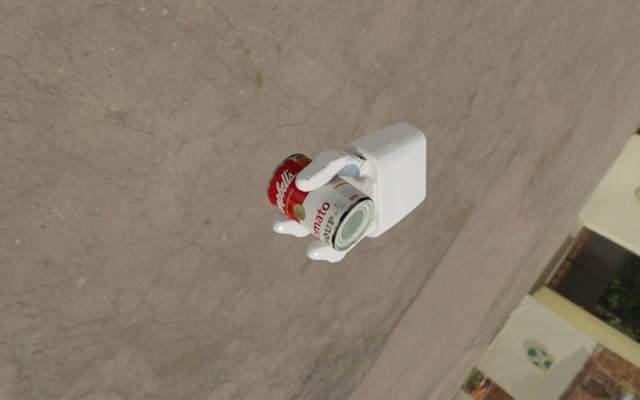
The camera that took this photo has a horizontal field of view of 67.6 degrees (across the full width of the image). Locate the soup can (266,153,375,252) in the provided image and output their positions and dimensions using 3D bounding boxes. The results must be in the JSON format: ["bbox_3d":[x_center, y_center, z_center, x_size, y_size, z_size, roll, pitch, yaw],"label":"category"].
[{"bbox_3d":[0.000,0.002,0.519,0.102,0.068,0.068,35,18,29],"label":"soup can"}]
